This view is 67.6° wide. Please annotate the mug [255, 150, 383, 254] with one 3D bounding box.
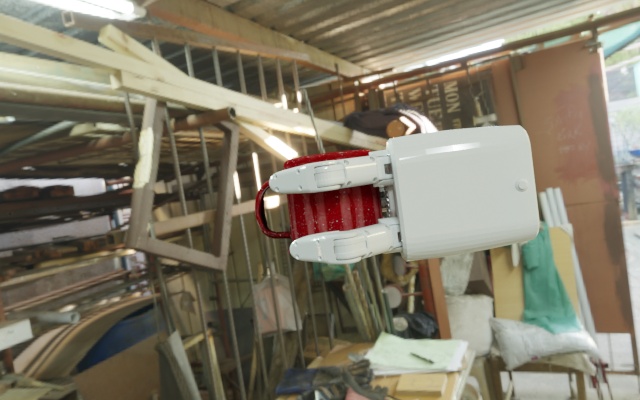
[{"bbox_3d":[-0.001,0.001,0.424,0.117,0.081,0.093,-7,3,3],"label":"mug"}]
